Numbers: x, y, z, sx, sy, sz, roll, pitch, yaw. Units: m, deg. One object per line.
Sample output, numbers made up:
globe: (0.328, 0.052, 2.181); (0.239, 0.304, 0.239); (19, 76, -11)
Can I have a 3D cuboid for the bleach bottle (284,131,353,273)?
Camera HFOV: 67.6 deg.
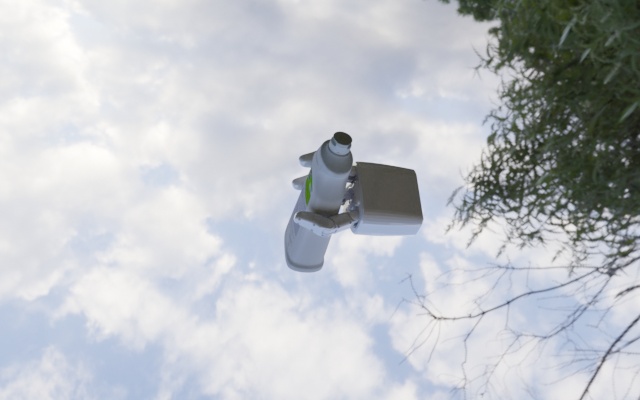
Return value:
bleach bottle: (0.000, 0.002, 0.746); (0.068, 0.102, 0.251); (5, -43, -16)
